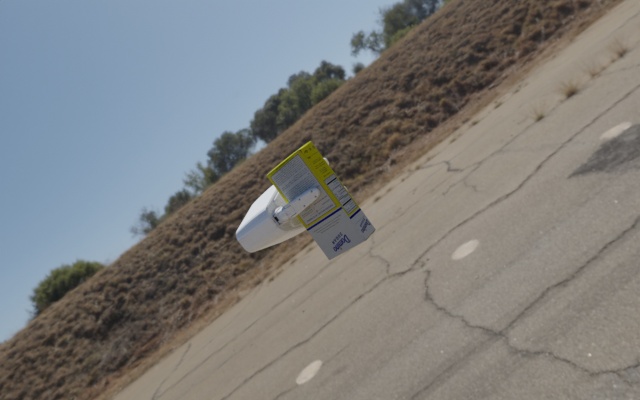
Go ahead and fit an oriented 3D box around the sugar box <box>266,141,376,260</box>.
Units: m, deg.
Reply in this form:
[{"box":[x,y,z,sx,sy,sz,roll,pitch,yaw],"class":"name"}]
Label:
[{"box":[0.000,0.002,0.770,0.093,0.176,0.048,-34,6,42],"class":"sugar box"}]
